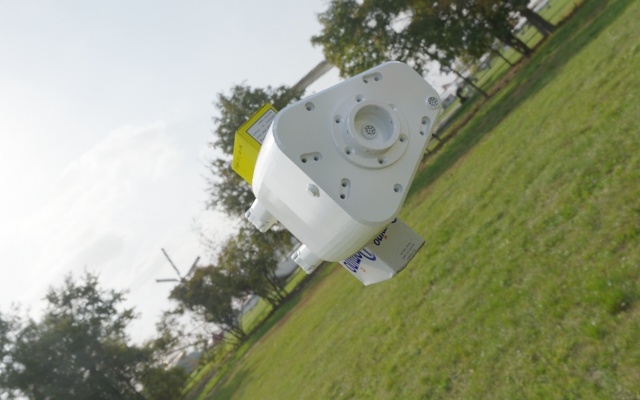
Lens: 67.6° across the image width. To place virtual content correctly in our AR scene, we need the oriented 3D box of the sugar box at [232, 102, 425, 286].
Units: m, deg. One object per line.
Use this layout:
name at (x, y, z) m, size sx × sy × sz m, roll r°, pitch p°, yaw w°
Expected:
sugar box at (0.000, 0.002, 0.428) m, size 0.048 × 0.176 × 0.093 m, roll -46°, pitch -3°, yaw -19°
